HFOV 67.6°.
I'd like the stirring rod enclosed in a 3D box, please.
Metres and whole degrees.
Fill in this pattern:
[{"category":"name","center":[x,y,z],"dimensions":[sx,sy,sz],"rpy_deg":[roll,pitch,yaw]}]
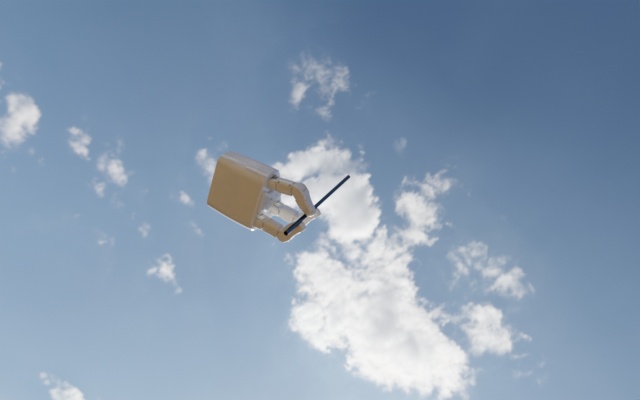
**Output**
[{"category":"stirring rod","center":[0.000,0.003,0.868],"dimensions":[0.011,0.011,0.239],"rpy_deg":[0,25,31]}]
